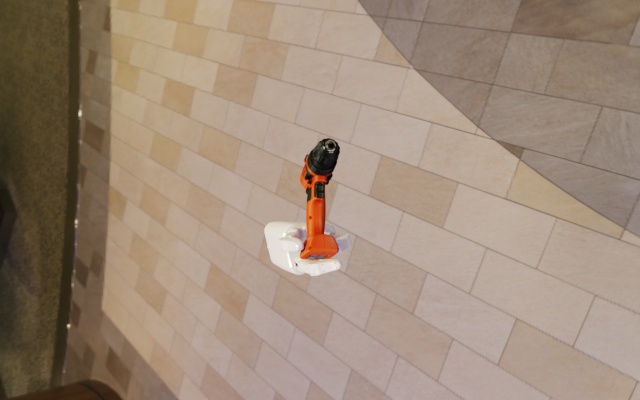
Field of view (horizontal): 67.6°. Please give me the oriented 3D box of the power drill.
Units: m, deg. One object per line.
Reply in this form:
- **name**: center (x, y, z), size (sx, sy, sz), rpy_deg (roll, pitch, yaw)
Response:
- **power drill**: center (0.000, 0.003, 0.825), size (0.057, 0.187, 0.184), rpy_deg (3, -16, -9)
